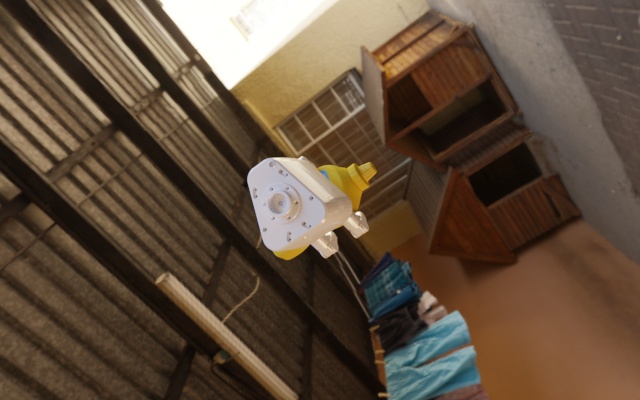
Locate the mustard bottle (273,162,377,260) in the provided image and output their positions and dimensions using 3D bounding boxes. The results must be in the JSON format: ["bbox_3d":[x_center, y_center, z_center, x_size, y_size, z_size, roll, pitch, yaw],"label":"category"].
[{"bbox_3d":[0.000,0.003,0.717,0.192,0.096,0.058,-34,-33,16],"label":"mustard bottle"}]
